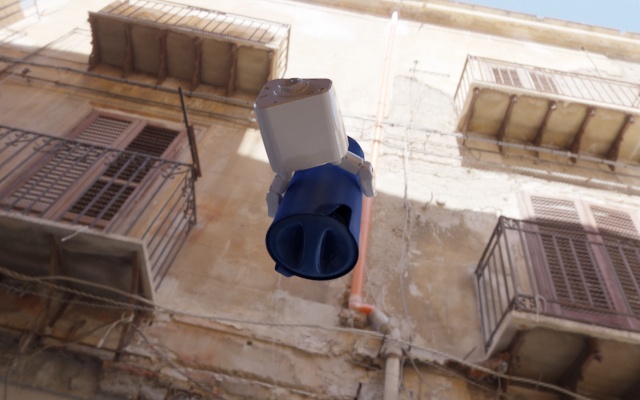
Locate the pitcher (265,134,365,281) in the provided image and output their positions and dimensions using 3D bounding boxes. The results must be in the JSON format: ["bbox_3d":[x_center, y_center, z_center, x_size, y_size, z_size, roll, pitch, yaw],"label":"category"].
[{"bbox_3d":[0.000,0.002,0.757,0.149,0.145,0.242,-5,37,16],"label":"pitcher"}]
